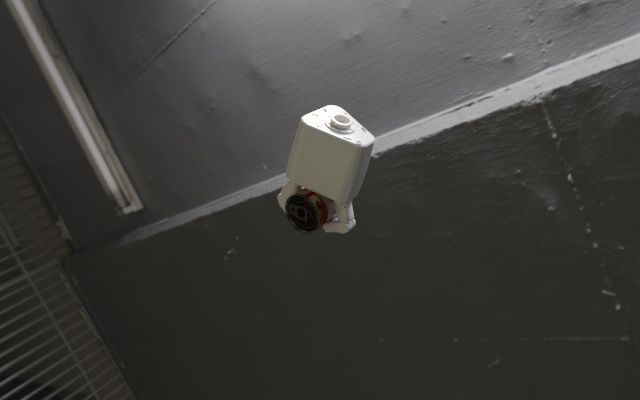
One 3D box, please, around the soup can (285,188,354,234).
[{"bbox_3d":[0.000,0.003,0.783,0.068,0.068,0.102,0,23,40],"label":"soup can"}]
